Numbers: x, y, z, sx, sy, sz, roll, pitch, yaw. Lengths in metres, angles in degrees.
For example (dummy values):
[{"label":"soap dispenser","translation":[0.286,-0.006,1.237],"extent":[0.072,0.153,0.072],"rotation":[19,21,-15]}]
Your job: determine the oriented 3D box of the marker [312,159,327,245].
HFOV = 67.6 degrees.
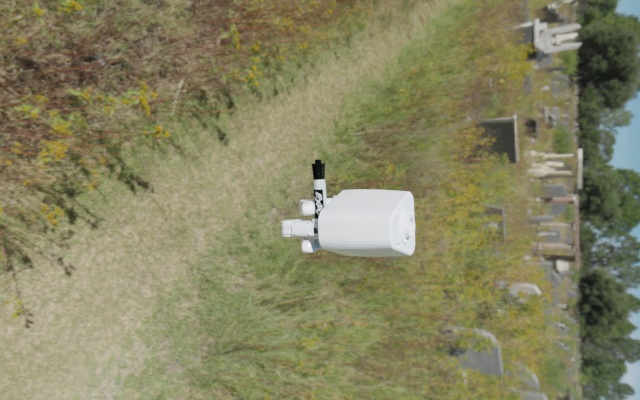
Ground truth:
[{"label":"marker","translation":[0.000,0.002,0.680],"extent":[0.020,0.121,0.020],"rotation":[-3,5,0]}]
